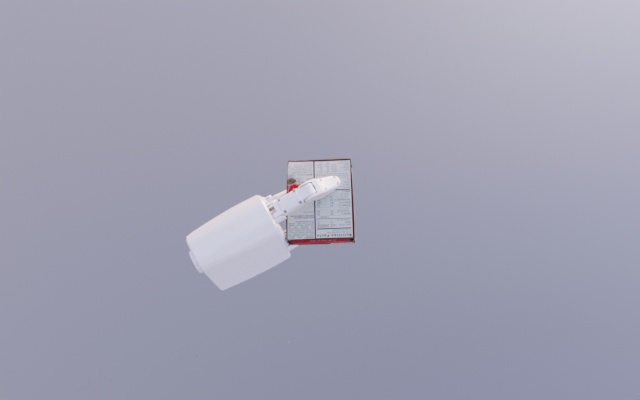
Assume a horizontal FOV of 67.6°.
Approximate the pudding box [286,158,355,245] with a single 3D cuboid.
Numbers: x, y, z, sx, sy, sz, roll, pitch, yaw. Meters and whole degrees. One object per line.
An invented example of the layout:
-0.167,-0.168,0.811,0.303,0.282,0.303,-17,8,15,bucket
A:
0.000,0.002,0.635,0.090,0.113,0.039,-2,-13,2,pudding box
